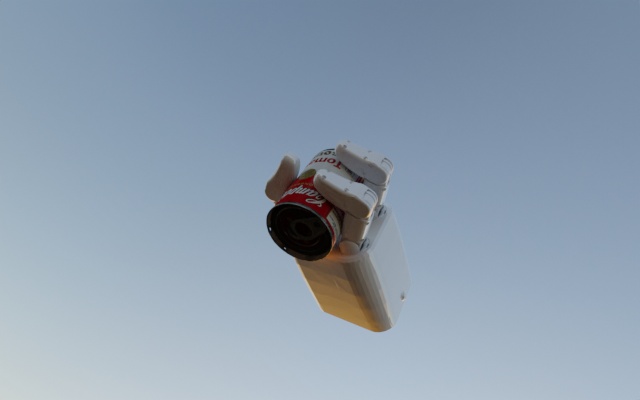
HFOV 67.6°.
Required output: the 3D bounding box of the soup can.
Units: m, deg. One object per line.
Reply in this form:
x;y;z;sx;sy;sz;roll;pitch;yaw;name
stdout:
0.000;0.001;0.474;0.068;0.068;0.102;0;35;29;soup can
